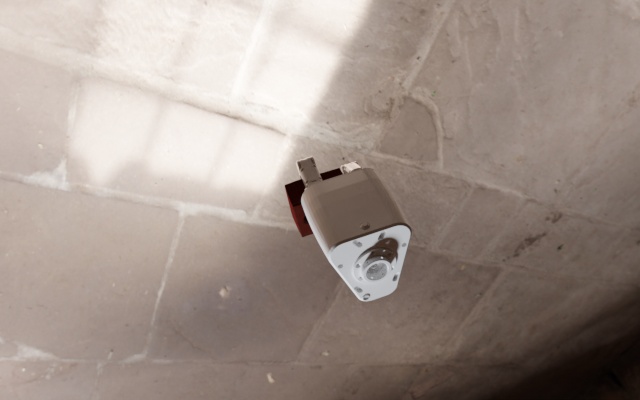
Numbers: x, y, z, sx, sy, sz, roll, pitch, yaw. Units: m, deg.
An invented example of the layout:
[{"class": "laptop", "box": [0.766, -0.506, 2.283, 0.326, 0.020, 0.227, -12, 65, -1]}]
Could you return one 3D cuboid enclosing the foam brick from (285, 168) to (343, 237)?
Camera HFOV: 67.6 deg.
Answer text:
[{"class": "foam brick", "box": [0.000, 0.002, 0.607, 0.078, 0.053, 0.051, -18, 39, -5]}]
